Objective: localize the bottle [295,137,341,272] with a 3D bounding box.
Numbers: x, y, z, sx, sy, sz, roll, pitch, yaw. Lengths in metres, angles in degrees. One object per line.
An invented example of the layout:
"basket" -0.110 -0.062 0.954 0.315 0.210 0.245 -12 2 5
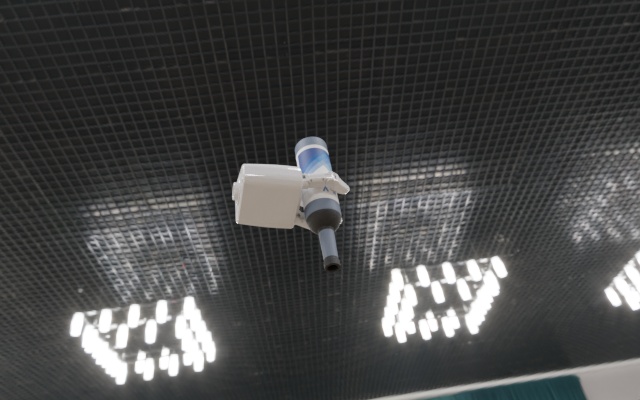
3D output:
"bottle" 0.000 0.003 0.894 0.069 0.295 0.069 -6 -40 -5
